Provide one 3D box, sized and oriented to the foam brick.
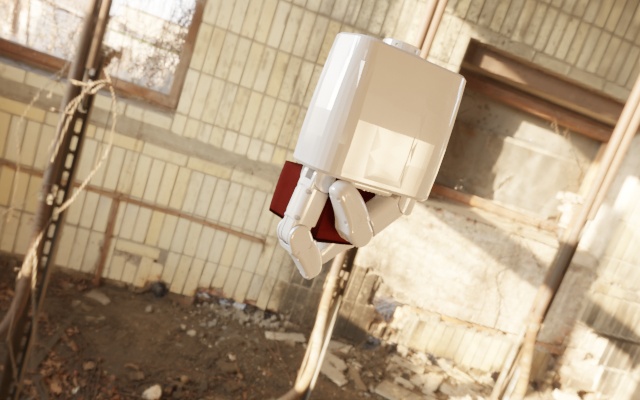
[{"bbox_3d":[0.000,0.001,0.431,0.053,0.051,0.078,9,13,-40],"label":"foam brick"}]
